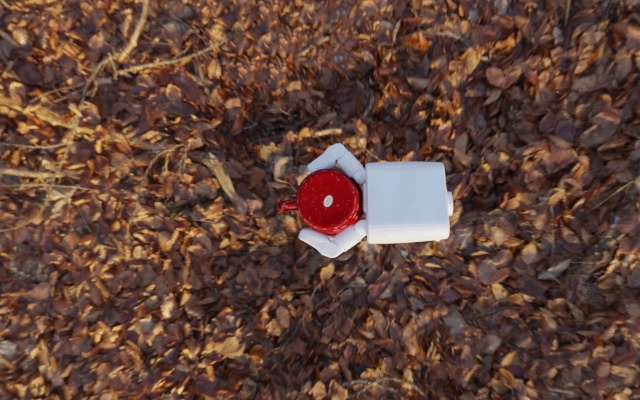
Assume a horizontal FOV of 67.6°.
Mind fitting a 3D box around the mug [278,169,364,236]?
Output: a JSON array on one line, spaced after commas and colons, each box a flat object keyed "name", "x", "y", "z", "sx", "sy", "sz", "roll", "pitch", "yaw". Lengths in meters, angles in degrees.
[{"name": "mug", "x": -0.001, "y": 0.002, "z": 0.648, "sx": 0.117, "sy": 0.093, "sz": 0.081, "roll": -3, "pitch": -4, "yaw": 6}]
